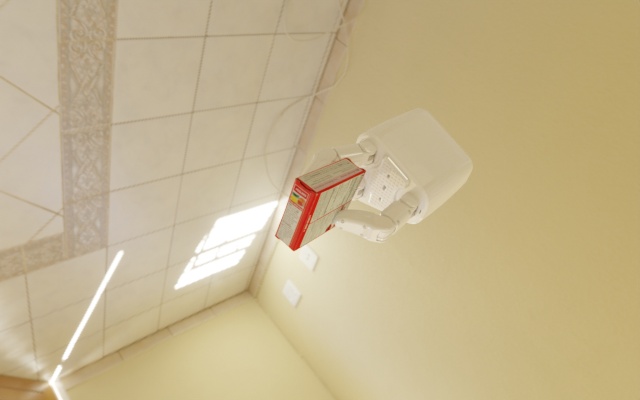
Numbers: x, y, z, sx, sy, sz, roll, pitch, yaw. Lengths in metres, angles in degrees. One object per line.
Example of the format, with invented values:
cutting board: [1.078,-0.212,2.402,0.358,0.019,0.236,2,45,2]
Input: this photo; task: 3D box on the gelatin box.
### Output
gelatin box: [0.000,0.002,0.479,0.030,0.073,0.089,37,36,20]
